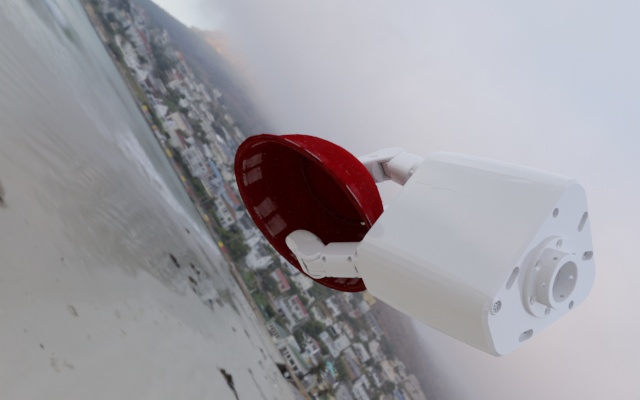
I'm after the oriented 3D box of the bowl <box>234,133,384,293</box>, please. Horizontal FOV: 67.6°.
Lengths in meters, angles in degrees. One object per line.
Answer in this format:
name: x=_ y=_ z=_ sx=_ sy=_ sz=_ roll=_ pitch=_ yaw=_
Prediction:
bowl: x=-0.001 y=0.001 z=0.417 sx=0.162 sy=0.162 sz=0.055 roll=0 pitch=34 yaw=50
